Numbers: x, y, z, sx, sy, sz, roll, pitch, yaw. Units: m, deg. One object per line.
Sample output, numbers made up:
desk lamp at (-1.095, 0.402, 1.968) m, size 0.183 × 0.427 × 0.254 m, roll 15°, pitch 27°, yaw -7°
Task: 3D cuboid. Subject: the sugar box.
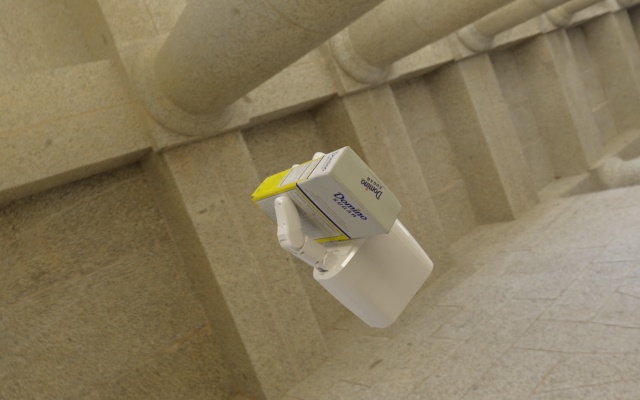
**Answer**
sugar box at (0.000, 0.001, 0.542) m, size 0.093 × 0.048 × 0.176 m, roll 45°, pitch -32°, yaw -20°
